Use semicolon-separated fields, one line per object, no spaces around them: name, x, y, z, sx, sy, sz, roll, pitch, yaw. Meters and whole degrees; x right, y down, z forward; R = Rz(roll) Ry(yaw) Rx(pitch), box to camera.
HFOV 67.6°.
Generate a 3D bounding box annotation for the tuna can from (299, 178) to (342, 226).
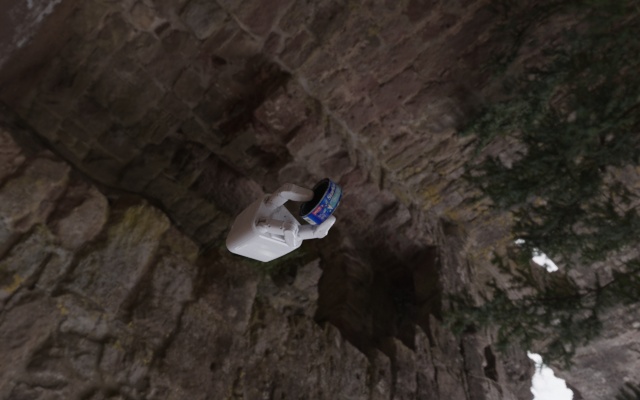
tuna can;0.001;0.003;0.862;0.034;0.086;0.086;37;-13;-18
